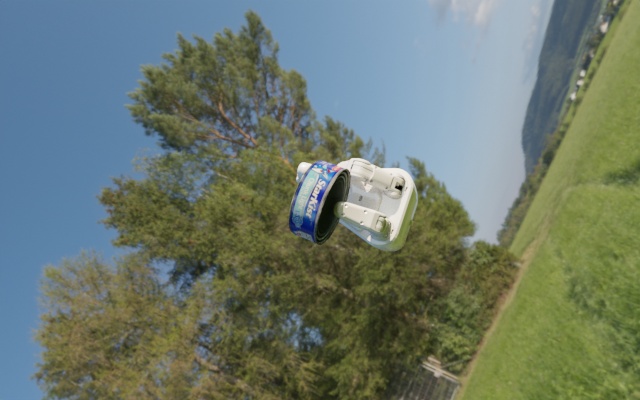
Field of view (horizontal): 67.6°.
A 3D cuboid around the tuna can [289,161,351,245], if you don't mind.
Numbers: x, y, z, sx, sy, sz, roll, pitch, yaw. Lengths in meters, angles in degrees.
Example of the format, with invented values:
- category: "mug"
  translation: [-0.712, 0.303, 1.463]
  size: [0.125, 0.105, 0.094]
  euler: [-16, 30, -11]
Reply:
- category: "tuna can"
  translation: [0.000, 0.001, 0.509]
  size: [0.034, 0.086, 0.086]
  euler: [21, 6, 17]
